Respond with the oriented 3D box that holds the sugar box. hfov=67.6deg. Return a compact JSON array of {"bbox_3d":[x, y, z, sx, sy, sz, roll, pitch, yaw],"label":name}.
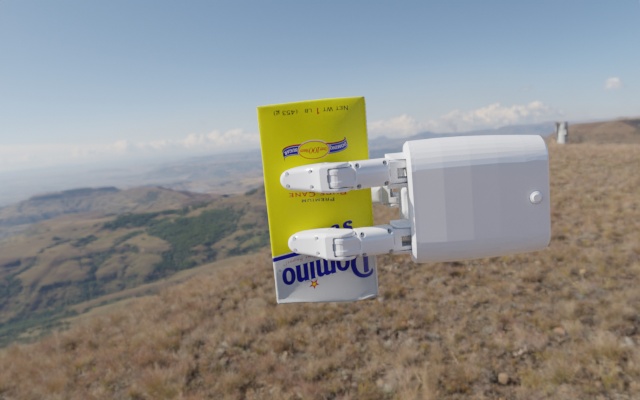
[{"bbox_3d":[0.000,0.001,0.423,0.093,0.176,0.048,-5,7,7],"label":"sugar box"}]
